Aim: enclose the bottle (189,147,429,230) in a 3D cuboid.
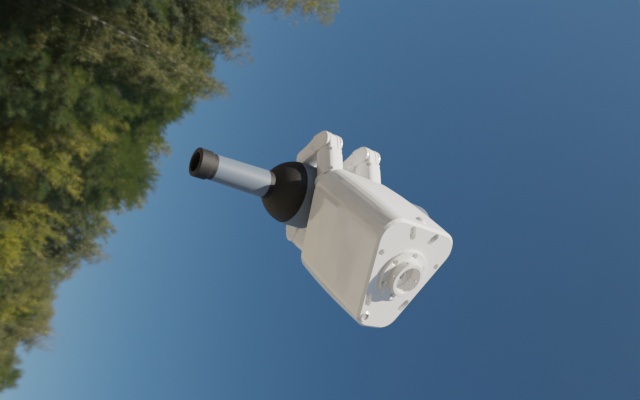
[{"bbox_3d":[0.000,0.002,0.517,0.296,0.069,0.069,18,-11,-36],"label":"bottle"}]
